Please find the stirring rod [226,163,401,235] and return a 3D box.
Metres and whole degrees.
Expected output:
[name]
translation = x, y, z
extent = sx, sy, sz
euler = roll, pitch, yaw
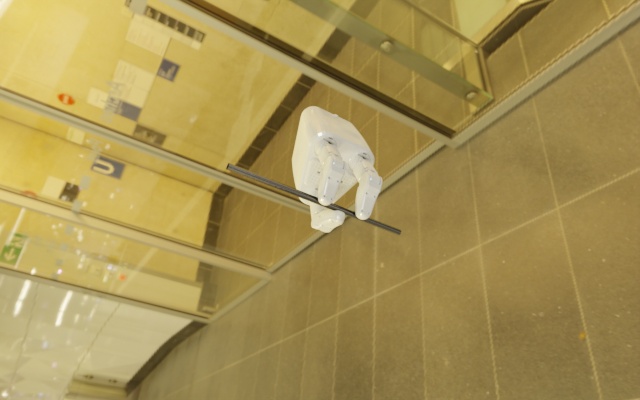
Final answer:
[stirring rod]
translation = 0.000, 0.002, 0.577
extent = 0.239, 0.011, 0.011
euler = 21, -9, -23
